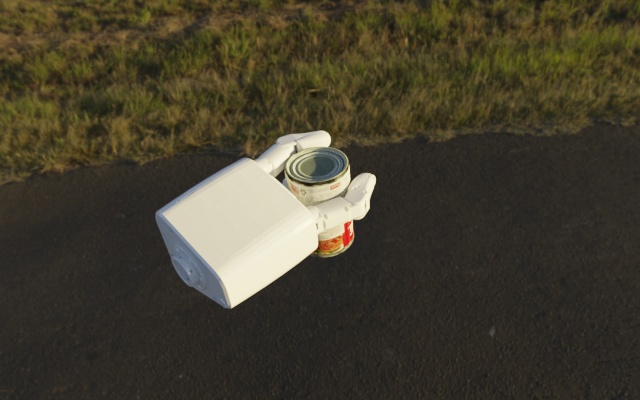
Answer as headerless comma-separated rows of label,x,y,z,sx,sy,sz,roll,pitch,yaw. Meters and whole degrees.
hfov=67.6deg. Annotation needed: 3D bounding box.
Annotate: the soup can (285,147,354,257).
soup can,0.001,0.001,0.516,0.068,0.102,0.068,-4,39,3
